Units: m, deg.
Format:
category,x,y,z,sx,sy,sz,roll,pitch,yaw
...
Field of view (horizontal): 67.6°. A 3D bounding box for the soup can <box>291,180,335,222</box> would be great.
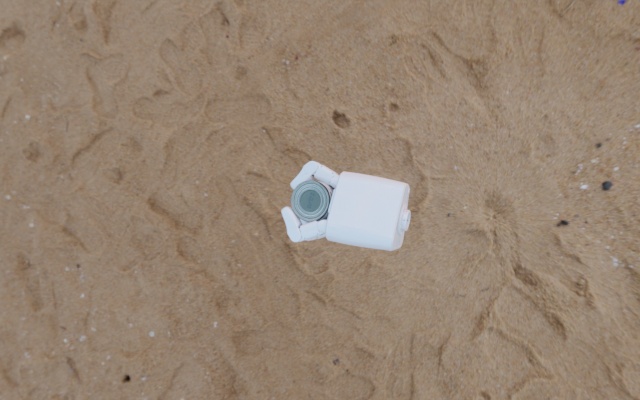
category,x,y,z,sx,sy,sz,roll,pitch,yaw
soup can,0.000,0.002,0.794,0.068,0.068,0.102,0,-2,19
